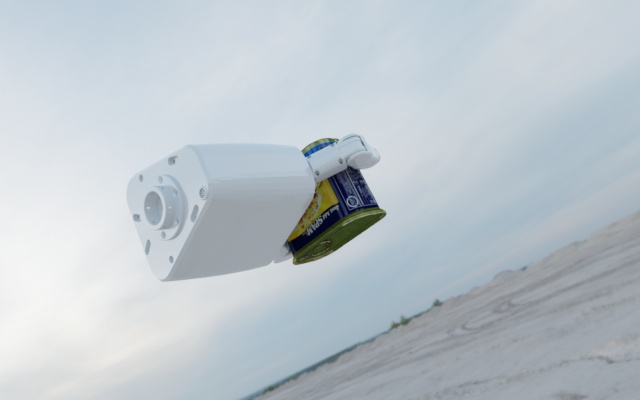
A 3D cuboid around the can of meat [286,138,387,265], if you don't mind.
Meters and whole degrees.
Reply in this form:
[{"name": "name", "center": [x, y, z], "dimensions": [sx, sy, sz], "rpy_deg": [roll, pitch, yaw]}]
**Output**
[{"name": "can of meat", "center": [0.000, 0.001, 0.458], "dimensions": [0.057, 0.084, 0.102], "rpy_deg": [-7, -25, -48]}]
